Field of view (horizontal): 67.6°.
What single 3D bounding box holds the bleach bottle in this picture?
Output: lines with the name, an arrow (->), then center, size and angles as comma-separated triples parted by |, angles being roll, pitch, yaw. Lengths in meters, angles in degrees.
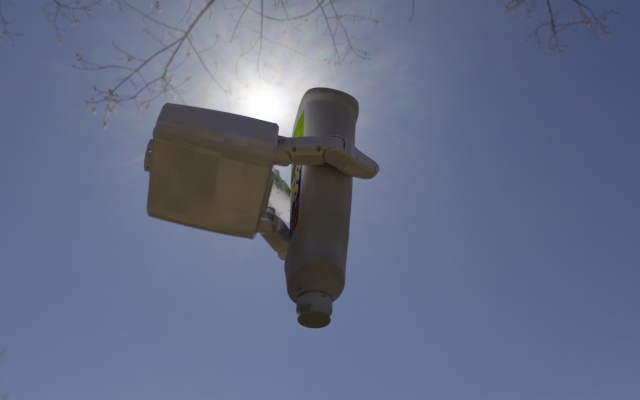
bleach bottle -> 0.000, 0.002, 0.473 | 0.068, 0.250, 0.103 | 11, -43, -10
